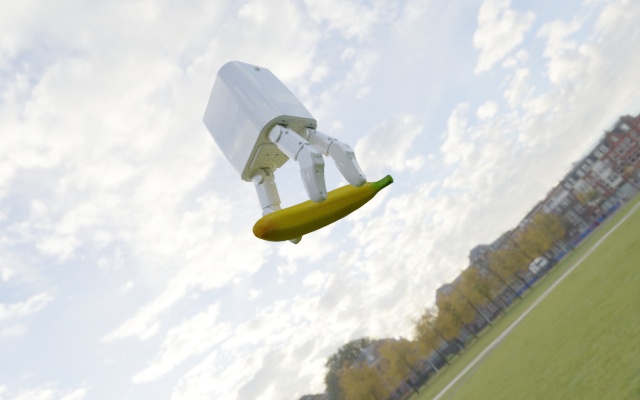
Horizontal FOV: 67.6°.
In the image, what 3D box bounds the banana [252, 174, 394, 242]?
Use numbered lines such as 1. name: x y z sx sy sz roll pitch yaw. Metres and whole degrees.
1. banana: -0.004 0.010 0.557 0.197 0.037 0.070 -23 -20 -34
